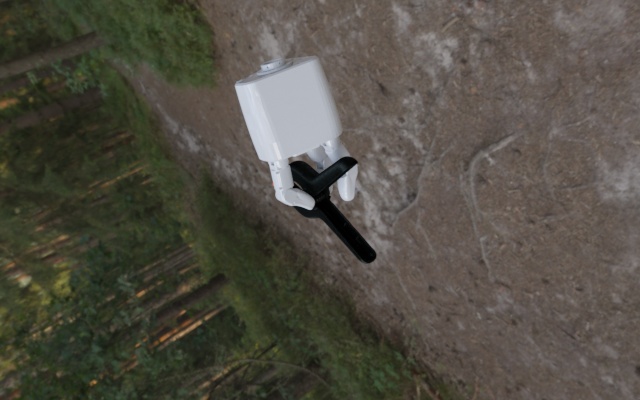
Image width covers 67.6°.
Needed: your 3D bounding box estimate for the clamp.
[{"bbox_3d":[-0.001,0.002,0.701,0.036,0.165,0.210,-31,27,-28],"label":"clamp"}]
